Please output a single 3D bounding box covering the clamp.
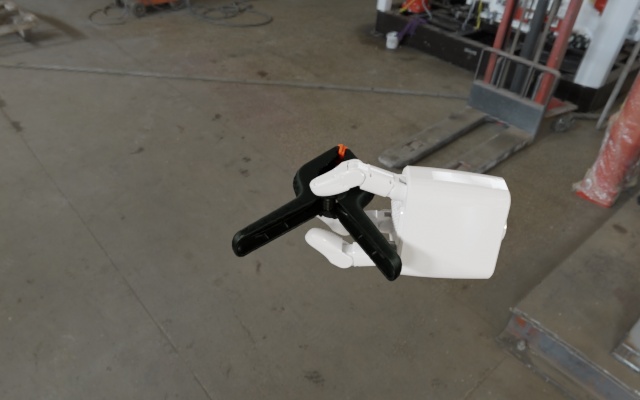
[{"bbox_3d":[0.000,0.001,0.524,0.164,0.036,0.209,5,37,0],"label":"clamp"}]
